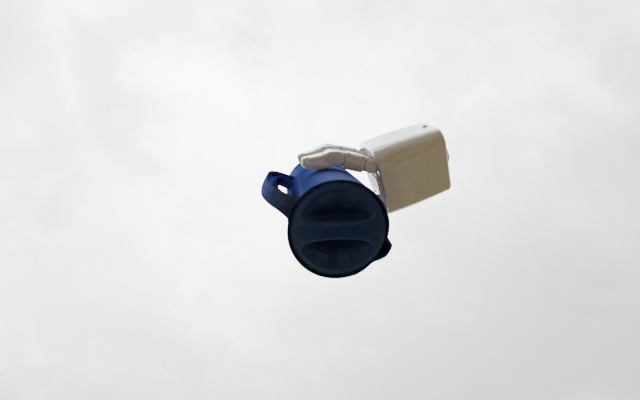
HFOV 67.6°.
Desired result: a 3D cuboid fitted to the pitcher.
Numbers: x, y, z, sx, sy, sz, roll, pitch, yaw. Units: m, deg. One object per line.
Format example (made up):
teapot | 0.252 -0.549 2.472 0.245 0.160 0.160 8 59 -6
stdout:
pitcher | 0.000 0.002 0.713 0.145 0.149 0.242 -20 18 -2
